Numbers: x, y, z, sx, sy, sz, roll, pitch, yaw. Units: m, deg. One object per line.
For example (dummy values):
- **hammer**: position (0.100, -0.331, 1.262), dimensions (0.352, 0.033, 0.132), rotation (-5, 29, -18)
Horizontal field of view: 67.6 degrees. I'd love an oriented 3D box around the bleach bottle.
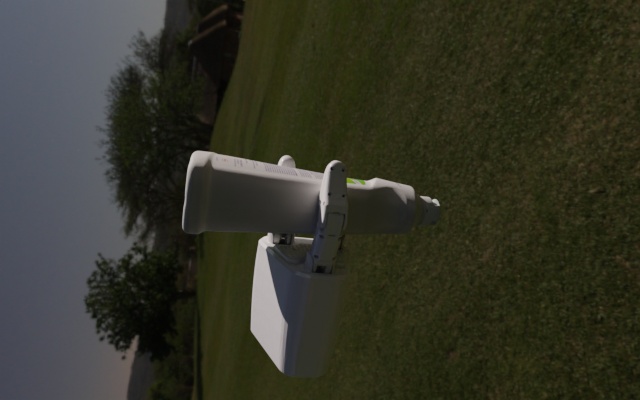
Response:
- **bleach bottle**: position (0.000, 0.001, 0.465), dimensions (0.251, 0.068, 0.102), rotation (6, 13, -13)
